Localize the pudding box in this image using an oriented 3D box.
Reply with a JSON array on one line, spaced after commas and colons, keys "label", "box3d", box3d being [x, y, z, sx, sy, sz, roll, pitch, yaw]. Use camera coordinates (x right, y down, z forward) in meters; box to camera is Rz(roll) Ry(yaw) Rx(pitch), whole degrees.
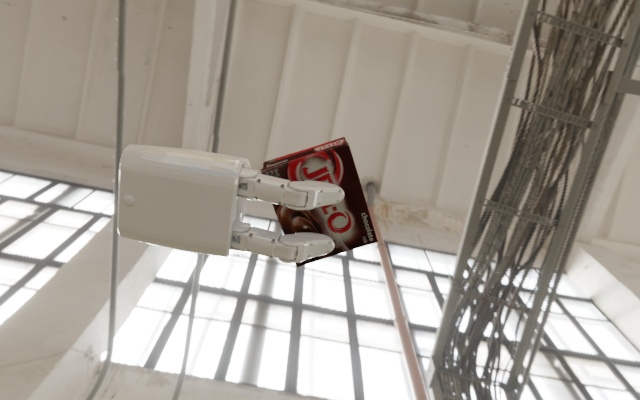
[{"label": "pudding box", "box3d": [0.000, 0.002, 0.490, 0.090, 0.113, 0.039, -18, 21, 4]}]
